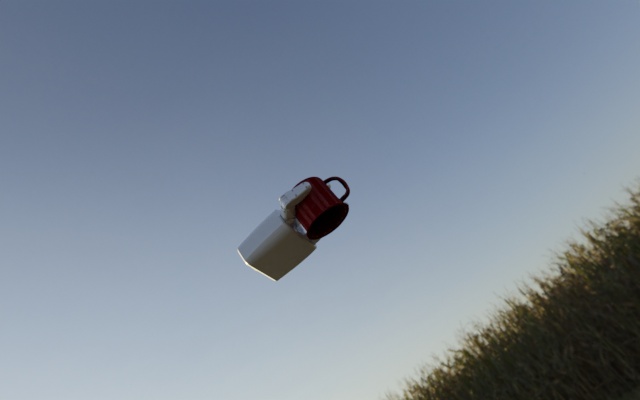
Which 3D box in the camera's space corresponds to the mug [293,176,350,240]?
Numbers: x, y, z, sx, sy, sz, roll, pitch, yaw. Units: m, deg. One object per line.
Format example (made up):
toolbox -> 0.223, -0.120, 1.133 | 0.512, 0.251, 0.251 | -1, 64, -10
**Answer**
mug -> 0.001, 0.002, 0.869 | 0.117, 0.081, 0.093 | -42, -27, 6
